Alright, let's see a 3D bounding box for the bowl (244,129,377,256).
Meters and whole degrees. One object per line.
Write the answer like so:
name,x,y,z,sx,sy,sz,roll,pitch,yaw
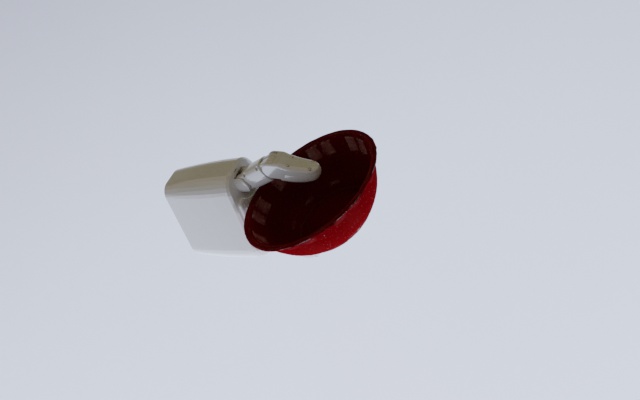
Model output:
bowl,0.001,0.002,0.493,0.162,0.162,0.055,0,-40,47
